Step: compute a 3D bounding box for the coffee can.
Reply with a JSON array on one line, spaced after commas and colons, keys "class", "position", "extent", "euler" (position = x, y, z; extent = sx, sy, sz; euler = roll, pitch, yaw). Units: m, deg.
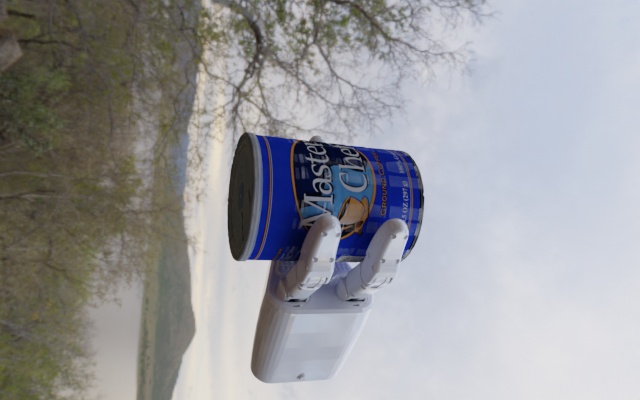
[{"class": "coffee can", "position": [0.000, 0.001, 0.404], "extent": [0.140, 0.103, 0.103], "euler": [4, -1, -20]}]
